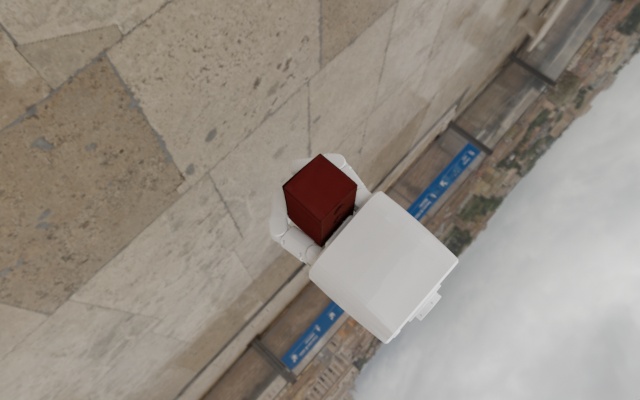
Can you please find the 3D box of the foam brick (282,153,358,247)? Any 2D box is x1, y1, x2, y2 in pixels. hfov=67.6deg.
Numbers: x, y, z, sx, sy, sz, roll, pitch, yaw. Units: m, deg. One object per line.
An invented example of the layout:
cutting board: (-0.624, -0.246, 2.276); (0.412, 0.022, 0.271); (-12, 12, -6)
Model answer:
foam brick: (0.000, 0.001, 0.476); (0.051, 0.053, 0.078); (42, -17, 17)
